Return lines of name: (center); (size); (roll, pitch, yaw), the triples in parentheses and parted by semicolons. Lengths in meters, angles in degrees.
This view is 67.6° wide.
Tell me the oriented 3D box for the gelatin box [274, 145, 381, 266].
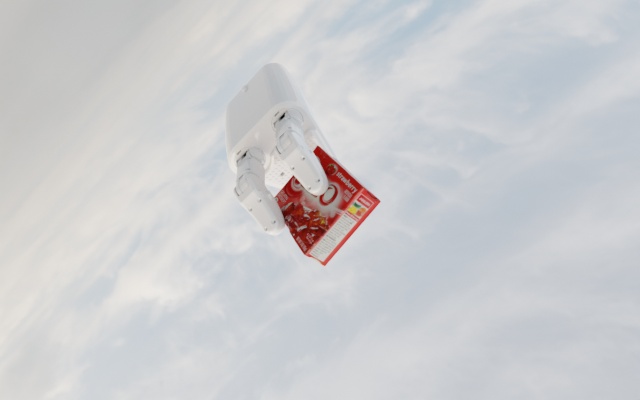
gelatin box: (0.000, 0.002, 0.418); (0.030, 0.073, 0.089); (35, 9, -39)
